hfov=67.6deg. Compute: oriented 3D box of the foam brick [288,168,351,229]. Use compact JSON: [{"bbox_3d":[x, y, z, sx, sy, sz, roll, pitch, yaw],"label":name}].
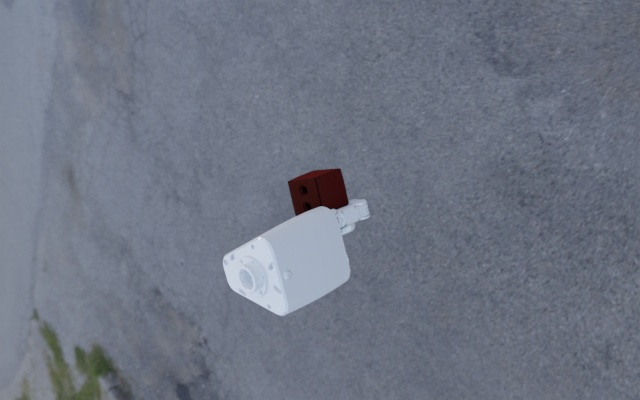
[{"bbox_3d":[0.000,0.002,0.620,0.053,0.078,0.051,-4,13,46],"label":"foam brick"}]
